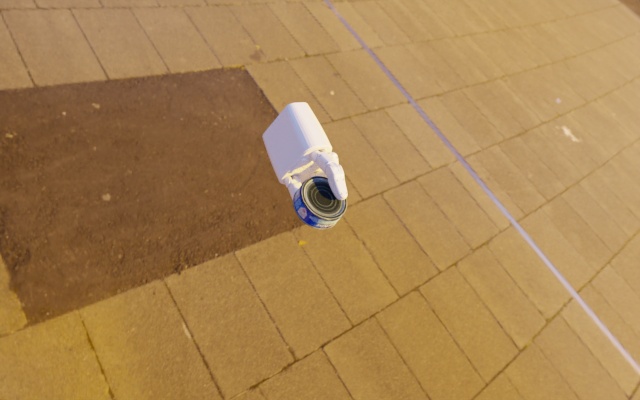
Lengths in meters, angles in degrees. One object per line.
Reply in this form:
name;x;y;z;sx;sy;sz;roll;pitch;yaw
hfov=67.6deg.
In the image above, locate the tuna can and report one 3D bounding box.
tuna can;0.000;0.002;0.786;0.086;0.086;0.034;0;-30;-29
